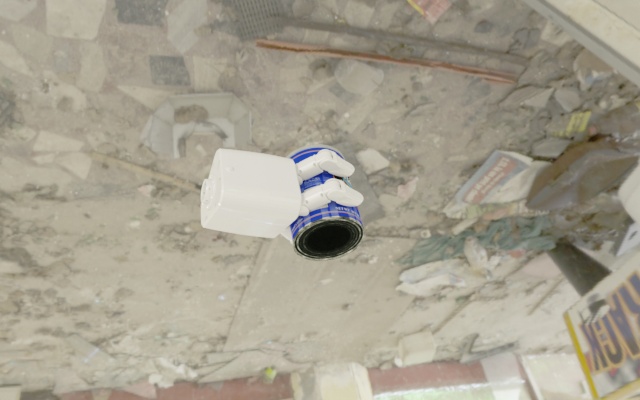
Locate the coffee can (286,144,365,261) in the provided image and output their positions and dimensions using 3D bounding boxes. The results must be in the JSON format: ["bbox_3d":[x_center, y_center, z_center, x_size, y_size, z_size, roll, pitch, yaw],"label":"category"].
[{"bbox_3d":[0.000,0.002,0.700,0.103,0.140,0.103,-8,-39,-6],"label":"coffee can"}]
